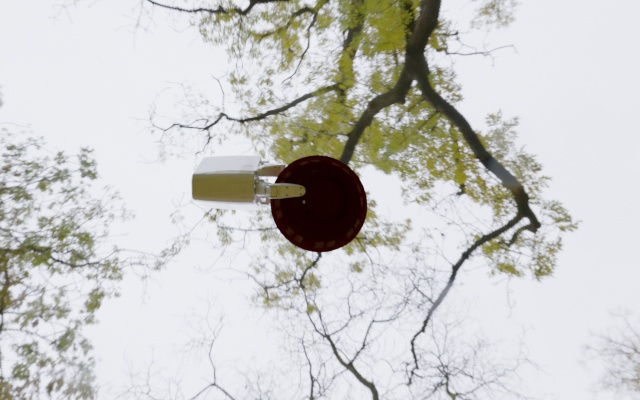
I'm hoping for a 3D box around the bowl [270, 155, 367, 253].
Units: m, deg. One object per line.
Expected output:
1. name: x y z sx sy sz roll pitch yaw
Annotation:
1. bowl: 0.001 0.003 0.802 0.162 0.162 0.055 0 10 10
